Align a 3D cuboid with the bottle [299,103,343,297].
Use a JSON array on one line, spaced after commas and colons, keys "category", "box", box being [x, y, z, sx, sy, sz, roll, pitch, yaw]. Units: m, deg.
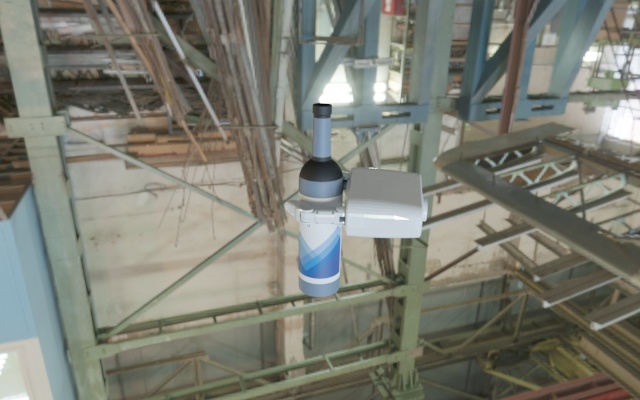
[{"category": "bottle", "box": [0.000, 0.003, 0.722, 0.069, 0.296, 0.069, 1, 22, 0]}]
